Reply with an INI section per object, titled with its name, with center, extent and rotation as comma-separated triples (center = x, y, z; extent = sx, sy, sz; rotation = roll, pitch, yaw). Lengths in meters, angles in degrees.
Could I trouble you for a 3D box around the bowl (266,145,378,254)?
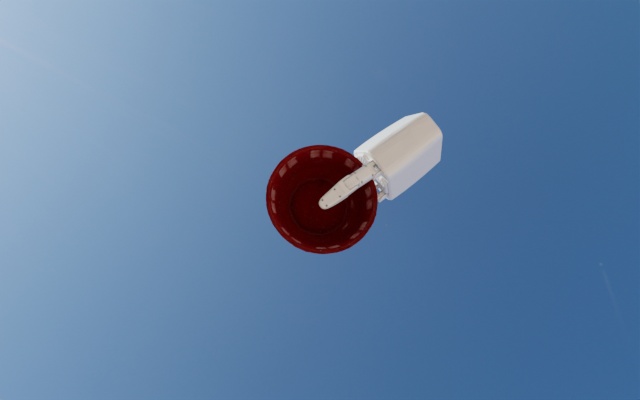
[bowl]
center = -0.001, 0.003, 0.706
extent = 0.162, 0.162, 0.055
rotation = 0, -14, -7
